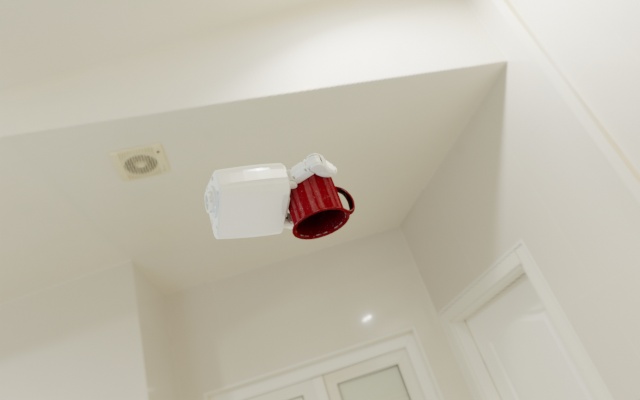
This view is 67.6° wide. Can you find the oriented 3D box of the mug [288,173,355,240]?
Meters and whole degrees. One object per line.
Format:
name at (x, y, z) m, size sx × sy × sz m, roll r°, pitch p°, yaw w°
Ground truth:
mug at (0.001, 0.002, 0.756) m, size 0.117 × 0.081 × 0.093 m, roll -6°, pitch -32°, yaw -25°
